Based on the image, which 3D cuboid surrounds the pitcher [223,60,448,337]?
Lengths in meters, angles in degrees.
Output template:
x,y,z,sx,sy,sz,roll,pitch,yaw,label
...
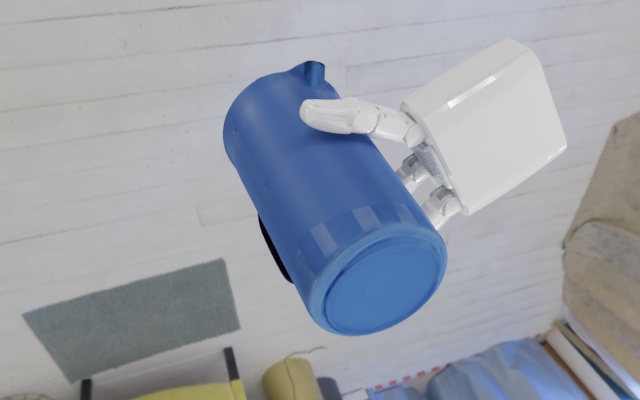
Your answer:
x,y,z,sx,sy,sz,roll,pitch,yaw,label
0.000,0.001,0.422,0.145,0.149,0.242,-30,42,0,pitcher
